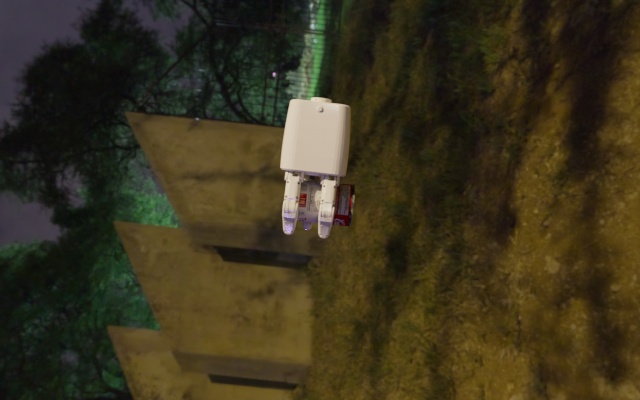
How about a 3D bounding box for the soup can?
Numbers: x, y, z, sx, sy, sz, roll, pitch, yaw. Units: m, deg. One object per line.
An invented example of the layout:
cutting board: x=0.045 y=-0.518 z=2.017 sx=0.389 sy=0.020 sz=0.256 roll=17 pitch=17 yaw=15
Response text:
soup can: x=0.000 y=0.003 z=0.758 sx=0.102 sy=0.068 sz=0.068 roll=7 pitch=0 yaw=-1
